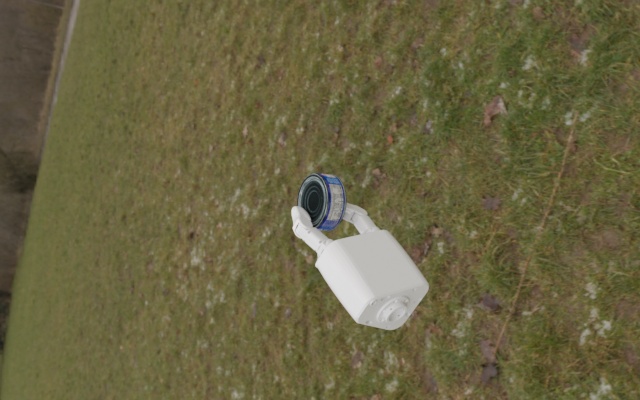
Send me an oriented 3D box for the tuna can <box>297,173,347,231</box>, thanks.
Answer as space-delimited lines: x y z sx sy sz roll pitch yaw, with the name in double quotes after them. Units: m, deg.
0.000 0.002 0.711 0.034 0.086 0.086 5 -3 -34 "tuna can"
